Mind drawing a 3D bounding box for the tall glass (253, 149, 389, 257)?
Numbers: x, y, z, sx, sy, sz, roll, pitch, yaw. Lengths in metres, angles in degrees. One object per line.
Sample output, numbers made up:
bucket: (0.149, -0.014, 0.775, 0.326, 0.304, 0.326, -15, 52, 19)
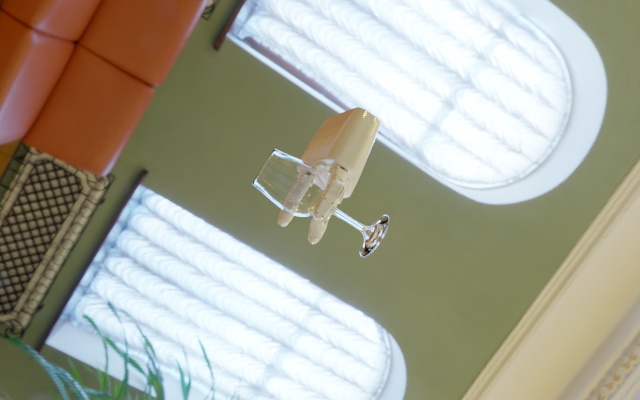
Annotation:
tall glass: (0.001, 0.003, 0.712, 0.201, 0.079, 0.079, 32, -7, -11)
